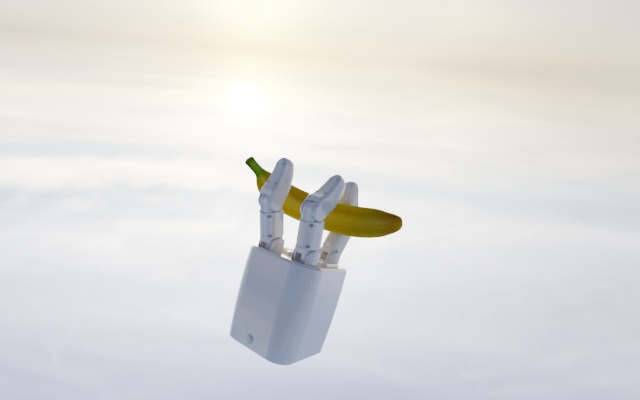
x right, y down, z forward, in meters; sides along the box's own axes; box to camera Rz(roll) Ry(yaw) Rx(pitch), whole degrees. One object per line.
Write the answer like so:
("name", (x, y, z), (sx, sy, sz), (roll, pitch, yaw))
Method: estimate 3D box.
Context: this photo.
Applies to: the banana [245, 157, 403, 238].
("banana", (0.000, 0.009, 0.551), (0.198, 0.037, 0.070), (21, -20, 18))
